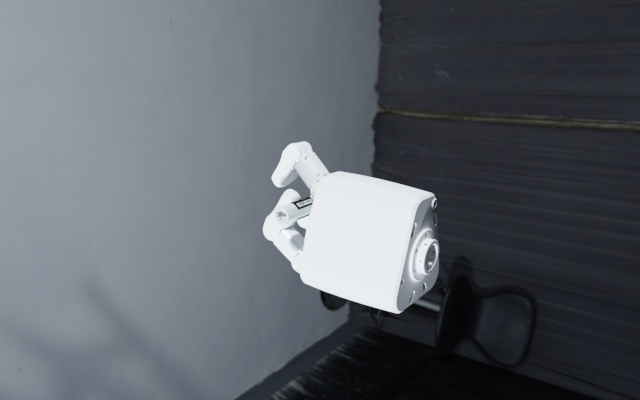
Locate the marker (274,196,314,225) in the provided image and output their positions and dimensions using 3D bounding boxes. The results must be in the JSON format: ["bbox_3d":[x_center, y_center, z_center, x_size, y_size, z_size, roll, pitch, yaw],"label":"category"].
[{"bbox_3d":[0.000,0.002,0.493,0.020,0.020,0.121,0,12,39],"label":"marker"}]
